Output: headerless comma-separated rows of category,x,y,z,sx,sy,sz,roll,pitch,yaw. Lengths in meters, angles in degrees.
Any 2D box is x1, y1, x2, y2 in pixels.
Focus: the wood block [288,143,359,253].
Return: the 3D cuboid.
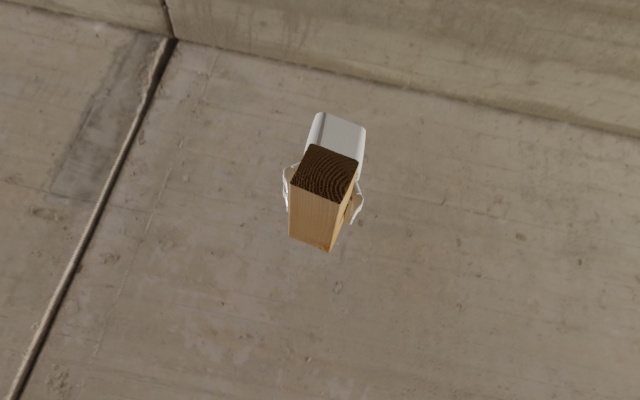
wood block,0.001,0.003,0.854,0.091,0.090,0.206,22,-27,7
